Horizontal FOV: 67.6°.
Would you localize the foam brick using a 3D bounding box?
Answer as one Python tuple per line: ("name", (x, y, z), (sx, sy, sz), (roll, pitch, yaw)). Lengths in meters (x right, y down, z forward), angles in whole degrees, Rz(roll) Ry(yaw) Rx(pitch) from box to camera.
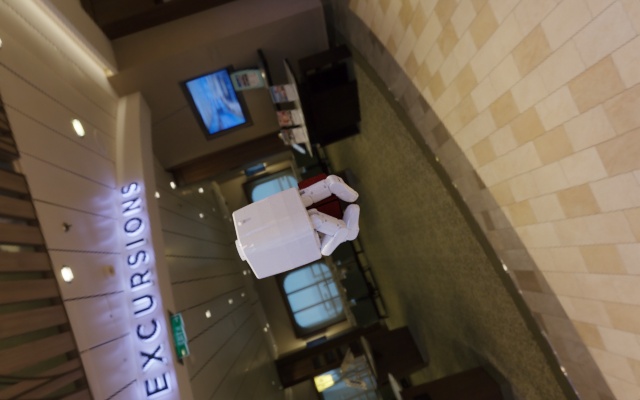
("foam brick", (0.000, 0.002, 0.772), (0.051, 0.053, 0.078), (-21, 38, -4))
